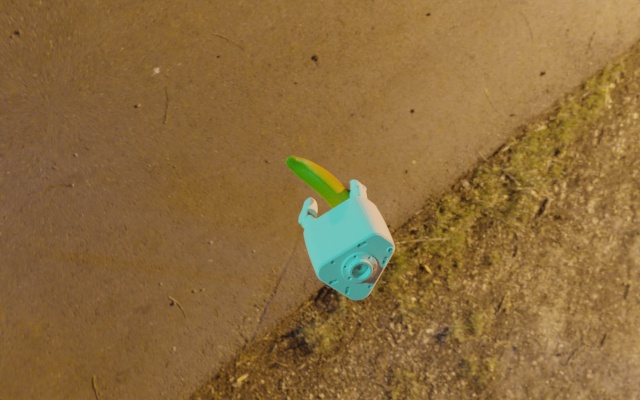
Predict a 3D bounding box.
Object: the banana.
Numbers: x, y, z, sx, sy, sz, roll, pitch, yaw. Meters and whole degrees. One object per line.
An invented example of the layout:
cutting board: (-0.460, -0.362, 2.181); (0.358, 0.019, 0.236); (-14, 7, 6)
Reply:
banana: (0.018, 0.001, 0.768); (0.069, 0.198, 0.037); (-15, 37, 26)
